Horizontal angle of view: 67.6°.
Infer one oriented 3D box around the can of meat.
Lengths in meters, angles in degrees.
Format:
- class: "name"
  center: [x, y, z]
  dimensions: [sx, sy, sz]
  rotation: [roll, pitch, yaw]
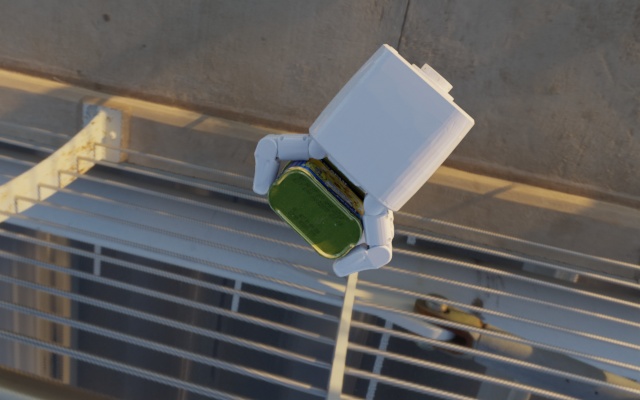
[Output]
- class: "can of meat"
  center: [0.000, 0.002, 0.479]
  dimensions: [0.057, 0.102, 0.084]
  rotation: [-44, 6, 18]
